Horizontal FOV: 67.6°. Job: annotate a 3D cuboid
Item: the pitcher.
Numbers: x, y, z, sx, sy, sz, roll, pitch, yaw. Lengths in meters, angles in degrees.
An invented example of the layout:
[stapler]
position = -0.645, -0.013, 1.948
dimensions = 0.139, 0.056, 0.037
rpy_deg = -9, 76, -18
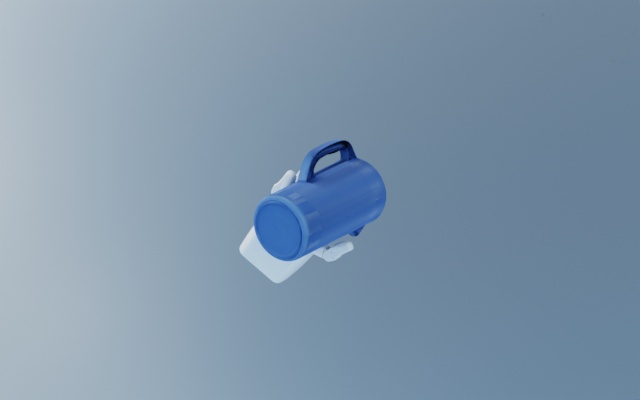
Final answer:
[pitcher]
position = 0.000, 0.003, 0.814
dimensions = 0.242, 0.149, 0.145
rpy_deg = -25, -20, -52
